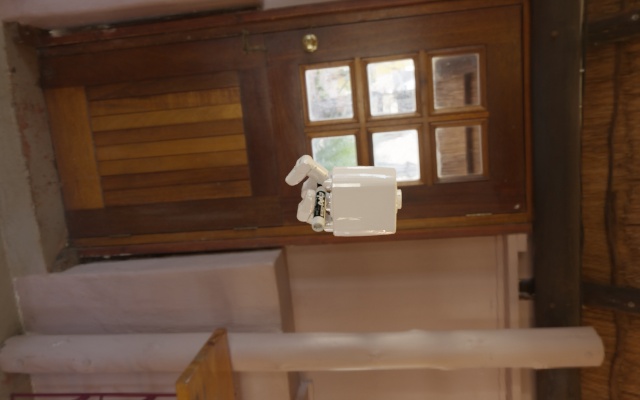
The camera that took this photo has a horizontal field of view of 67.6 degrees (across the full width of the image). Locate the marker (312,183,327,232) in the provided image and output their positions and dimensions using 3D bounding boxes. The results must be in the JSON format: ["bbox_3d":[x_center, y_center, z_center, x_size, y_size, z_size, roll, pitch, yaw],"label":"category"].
[{"bbox_3d":[0.000,0.003,0.770,0.020,0.020,0.121,0,39,5],"label":"marker"}]
